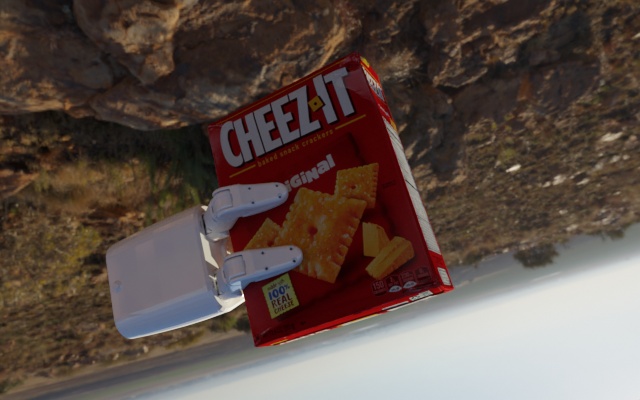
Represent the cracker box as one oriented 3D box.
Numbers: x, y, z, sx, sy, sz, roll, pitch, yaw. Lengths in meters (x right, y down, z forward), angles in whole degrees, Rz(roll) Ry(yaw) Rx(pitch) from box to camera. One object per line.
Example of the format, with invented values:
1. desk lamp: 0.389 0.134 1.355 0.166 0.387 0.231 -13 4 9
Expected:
1. cracker box: 0.000 0.002 0.424 0.164 0.213 0.072 -22 -18 18
